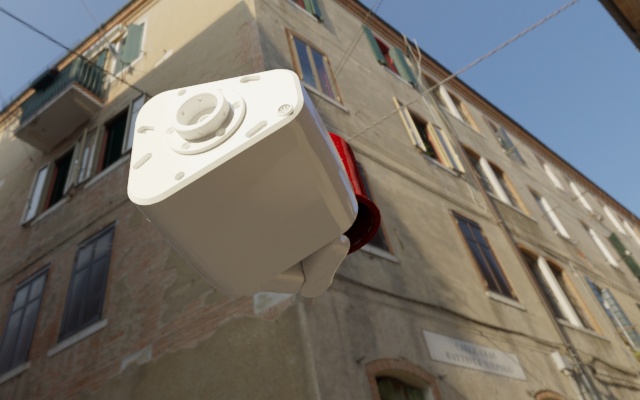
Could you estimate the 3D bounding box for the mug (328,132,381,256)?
[{"bbox_3d":[0.000,0.002,0.423,0.093,0.081,0.117,-18,-39,5],"label":"mug"}]
